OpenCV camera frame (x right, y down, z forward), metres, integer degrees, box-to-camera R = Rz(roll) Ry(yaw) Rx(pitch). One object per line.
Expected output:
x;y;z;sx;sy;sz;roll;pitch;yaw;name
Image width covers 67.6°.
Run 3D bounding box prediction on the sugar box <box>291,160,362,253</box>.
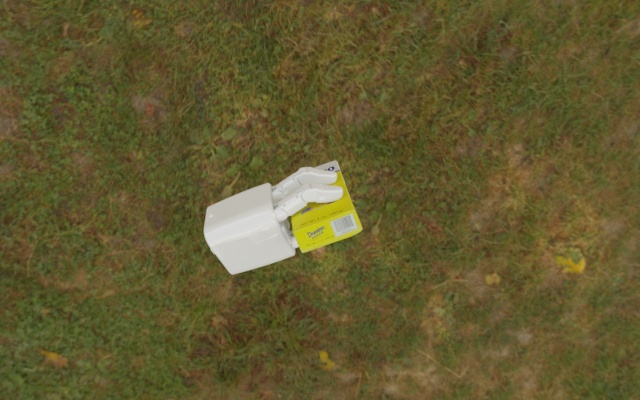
0.000;0.002;0.735;0.093;0.048;0.176;-20;31;2;sugar box
